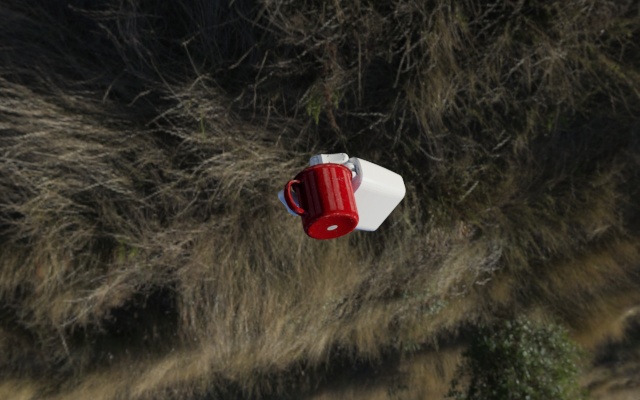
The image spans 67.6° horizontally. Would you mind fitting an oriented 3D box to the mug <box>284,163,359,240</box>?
[{"bbox_3d":[-0.001,0.002,0.687,0.117,0.081,0.093,12,-37,-36],"label":"mug"}]
